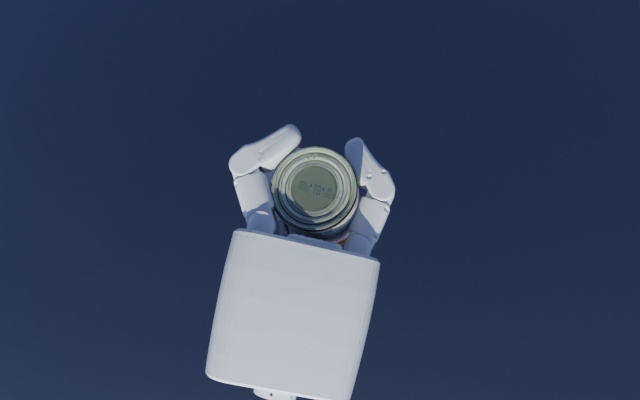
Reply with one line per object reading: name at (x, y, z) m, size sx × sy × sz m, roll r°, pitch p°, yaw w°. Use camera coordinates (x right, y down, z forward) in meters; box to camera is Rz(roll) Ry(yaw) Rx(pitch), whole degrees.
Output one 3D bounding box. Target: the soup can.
soup can at (0.000, 0.001, 0.403) m, size 0.068 × 0.068 × 0.102 m, roll 0°, pitch -12°, yaw 7°
